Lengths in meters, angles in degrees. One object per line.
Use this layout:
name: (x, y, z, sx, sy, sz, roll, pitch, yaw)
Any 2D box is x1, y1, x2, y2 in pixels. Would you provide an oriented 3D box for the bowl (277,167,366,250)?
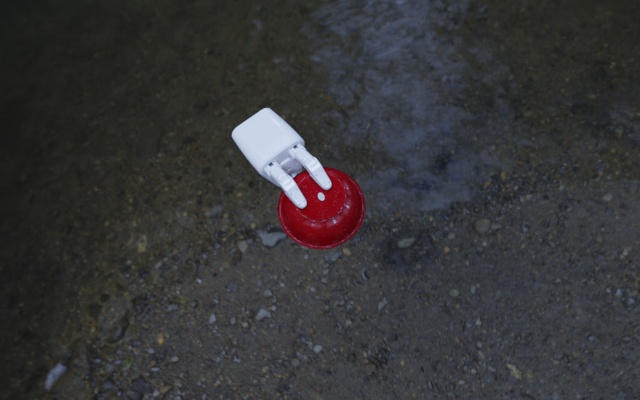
bowl: (0.001, 0.003, 0.849, 0.162, 0.162, 0.055, 0, -21, 3)
